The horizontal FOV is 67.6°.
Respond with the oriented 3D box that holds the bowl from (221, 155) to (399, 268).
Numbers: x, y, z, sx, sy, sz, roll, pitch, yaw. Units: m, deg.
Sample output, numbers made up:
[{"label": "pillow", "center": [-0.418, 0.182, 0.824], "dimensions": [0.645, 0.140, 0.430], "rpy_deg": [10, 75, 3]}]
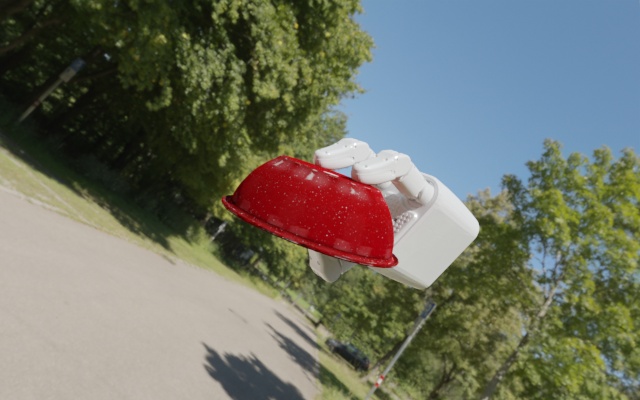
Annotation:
[{"label": "bowl", "center": [-0.001, 0.001, 0.412], "dimensions": [0.162, 0.055, 0.162], "rpy_deg": [20, 6, -2]}]
